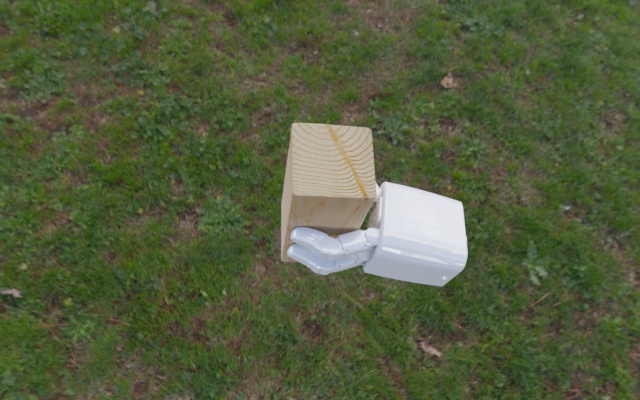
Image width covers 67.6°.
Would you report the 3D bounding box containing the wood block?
[{"bbox_3d":[0.001,0.002,0.594,0.090,0.090,0.206,2,-27,-7],"label":"wood block"}]
